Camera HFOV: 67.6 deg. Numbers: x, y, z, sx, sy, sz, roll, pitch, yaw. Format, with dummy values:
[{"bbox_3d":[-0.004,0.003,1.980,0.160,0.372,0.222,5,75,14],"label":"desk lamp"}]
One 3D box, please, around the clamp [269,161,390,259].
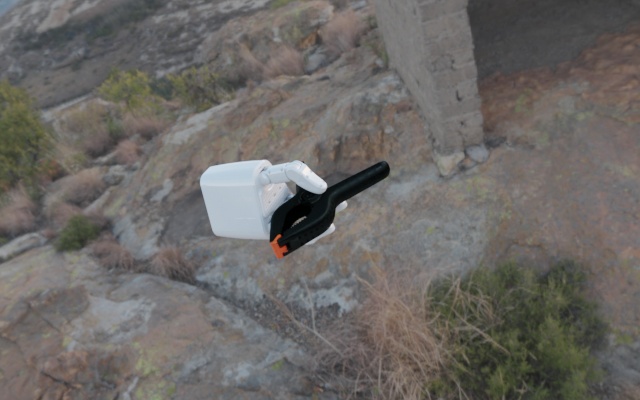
[{"bbox_3d":[-0.001,0.002,0.679,0.164,0.036,0.210,-3,36,29],"label":"clamp"}]
